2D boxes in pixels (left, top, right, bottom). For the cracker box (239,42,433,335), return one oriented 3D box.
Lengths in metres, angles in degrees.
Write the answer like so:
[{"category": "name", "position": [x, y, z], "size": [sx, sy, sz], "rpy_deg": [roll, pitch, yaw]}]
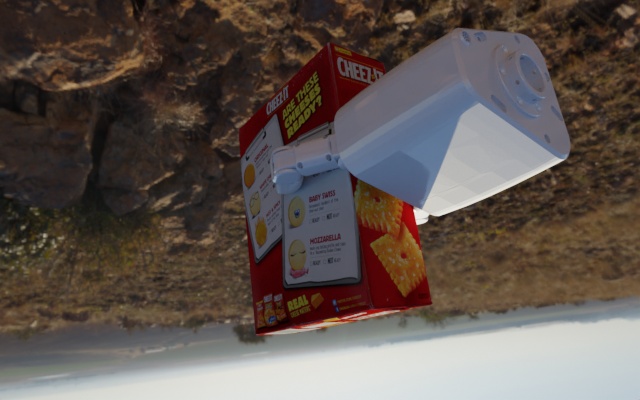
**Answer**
[{"category": "cracker box", "position": [0.000, 0.002, 0.427], "size": [0.072, 0.213, 0.164], "rpy_deg": [6, -23, -36]}]
